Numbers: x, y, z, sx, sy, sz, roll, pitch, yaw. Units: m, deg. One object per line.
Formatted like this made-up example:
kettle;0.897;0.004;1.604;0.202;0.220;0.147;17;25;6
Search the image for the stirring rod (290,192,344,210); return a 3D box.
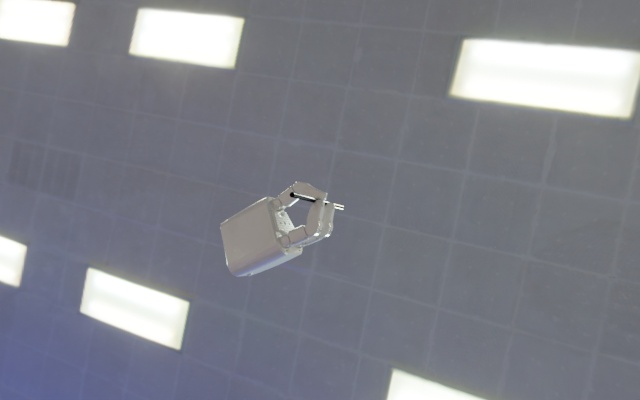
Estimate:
stirring rod;0.000;0.003;0.804;0.011;0.011;0.239;0;-5;20
